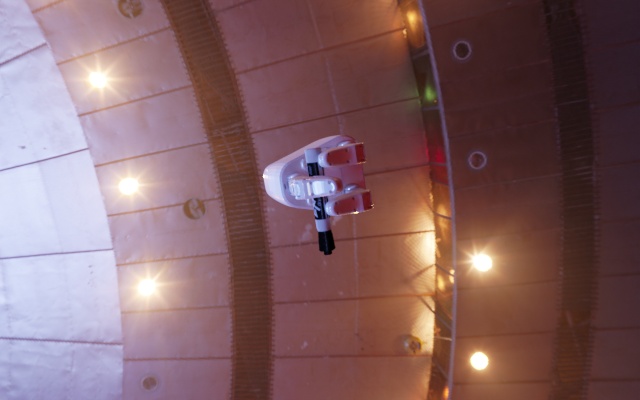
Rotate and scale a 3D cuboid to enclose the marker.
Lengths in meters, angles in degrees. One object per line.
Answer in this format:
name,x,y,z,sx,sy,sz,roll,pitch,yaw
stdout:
marker,0.000,0.002,0.534,0.020,0.121,0.020,-8,7,1
